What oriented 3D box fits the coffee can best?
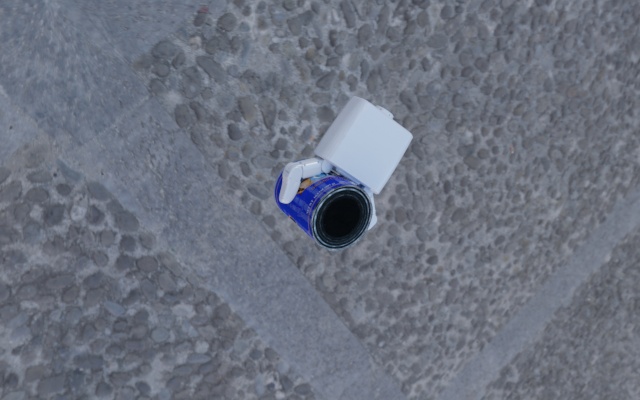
[{"bbox_3d":[0.000,0.002,0.739,0.103,0.103,0.140,0,20,-30],"label":"coffee can"}]
